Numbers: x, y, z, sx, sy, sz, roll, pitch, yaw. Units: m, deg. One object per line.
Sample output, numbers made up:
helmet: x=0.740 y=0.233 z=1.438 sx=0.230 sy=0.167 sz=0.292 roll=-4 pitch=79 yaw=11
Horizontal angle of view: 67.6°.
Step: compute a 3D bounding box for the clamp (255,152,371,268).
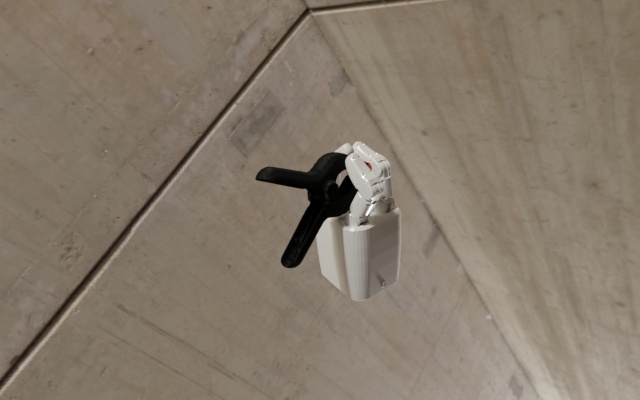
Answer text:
clamp: x=0.000 y=0.002 z=0.567 sx=0.171 sy=0.120 sz=0.039 roll=-22 pitch=27 yaw=-40
